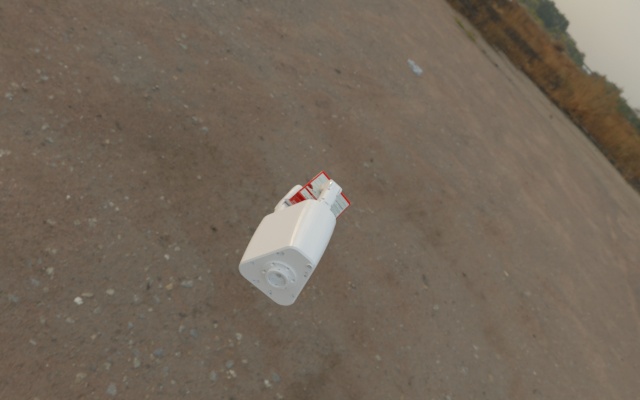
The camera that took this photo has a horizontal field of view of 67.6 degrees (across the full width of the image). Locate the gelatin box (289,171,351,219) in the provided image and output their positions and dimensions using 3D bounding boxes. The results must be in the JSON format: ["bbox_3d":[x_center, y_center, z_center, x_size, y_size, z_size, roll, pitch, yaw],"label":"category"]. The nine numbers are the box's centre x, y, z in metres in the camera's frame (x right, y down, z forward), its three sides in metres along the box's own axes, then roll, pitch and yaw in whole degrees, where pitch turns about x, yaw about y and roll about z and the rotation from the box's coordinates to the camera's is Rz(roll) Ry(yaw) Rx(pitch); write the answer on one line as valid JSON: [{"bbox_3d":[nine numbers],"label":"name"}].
[{"bbox_3d":[0.001,0.002,0.768,0.030,0.073,0.089,-39,2,38],"label":"gelatin box"}]
